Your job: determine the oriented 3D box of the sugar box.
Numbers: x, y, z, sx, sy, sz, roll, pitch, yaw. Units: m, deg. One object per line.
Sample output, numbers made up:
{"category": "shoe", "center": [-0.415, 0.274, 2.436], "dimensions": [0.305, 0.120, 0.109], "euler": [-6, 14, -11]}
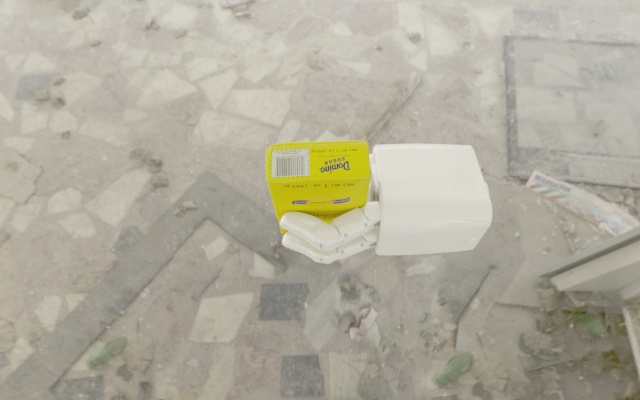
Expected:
{"category": "sugar box", "center": [0.000, 0.002, 0.497], "dimensions": [0.093, 0.048, 0.176], "euler": [-2, -27, 2]}
